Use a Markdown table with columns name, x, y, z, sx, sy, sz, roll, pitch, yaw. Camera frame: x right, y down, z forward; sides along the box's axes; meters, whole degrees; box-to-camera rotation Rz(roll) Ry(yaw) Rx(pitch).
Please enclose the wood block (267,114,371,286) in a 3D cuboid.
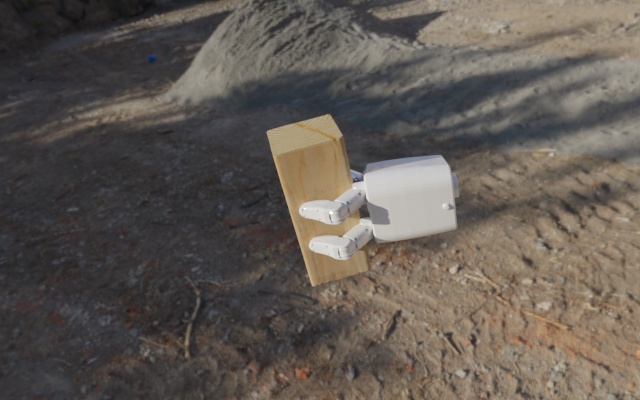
| name | x | y | z | sx | sy | sz | roll | pitch | yaw |
| --- | --- | --- | --- | --- | --- | --- | --- | --- | --- |
| wood block | 0.000 | 0.002 | 0.652 | 0.090 | 0.206 | 0.090 | -16 | 30 | -2 |
